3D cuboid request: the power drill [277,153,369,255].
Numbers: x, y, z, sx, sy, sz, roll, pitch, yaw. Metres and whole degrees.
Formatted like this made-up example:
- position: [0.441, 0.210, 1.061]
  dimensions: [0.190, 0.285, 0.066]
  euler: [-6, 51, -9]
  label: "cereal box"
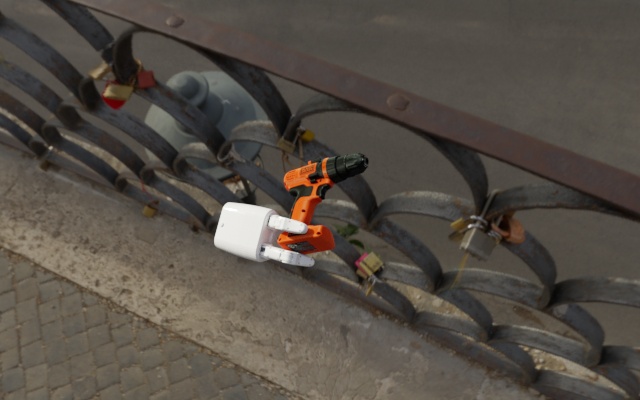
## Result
- position: [0.000, 0.003, 0.883]
  dimensions: [0.184, 0.187, 0.057]
  euler: [-15, -42, 34]
  label: "power drill"
